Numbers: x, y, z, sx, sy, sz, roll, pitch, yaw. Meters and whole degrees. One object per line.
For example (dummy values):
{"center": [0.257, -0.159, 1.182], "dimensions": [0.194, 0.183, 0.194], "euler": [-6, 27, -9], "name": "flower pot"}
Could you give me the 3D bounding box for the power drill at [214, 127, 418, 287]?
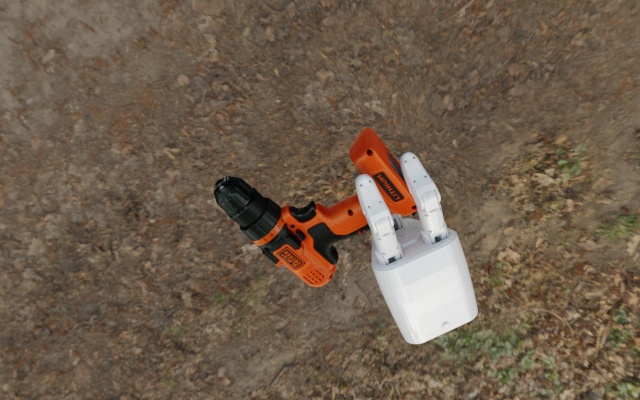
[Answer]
{"center": [0.001, 0.002, 0.535], "dimensions": [0.188, 0.057, 0.184], "euler": [-33, -59, 23], "name": "power drill"}
